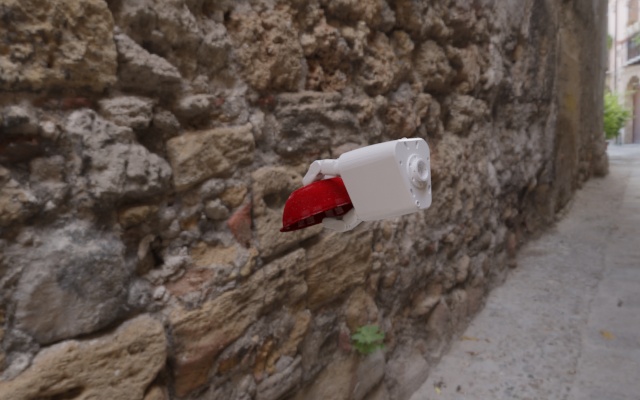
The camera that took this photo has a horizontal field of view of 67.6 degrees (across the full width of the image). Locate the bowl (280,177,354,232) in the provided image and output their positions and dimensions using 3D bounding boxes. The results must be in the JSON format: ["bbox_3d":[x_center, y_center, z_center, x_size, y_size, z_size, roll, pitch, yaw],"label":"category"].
[{"bbox_3d":[-0.001,0.003,0.806,0.162,0.055,0.162,-19,-8,-3],"label":"bowl"}]
